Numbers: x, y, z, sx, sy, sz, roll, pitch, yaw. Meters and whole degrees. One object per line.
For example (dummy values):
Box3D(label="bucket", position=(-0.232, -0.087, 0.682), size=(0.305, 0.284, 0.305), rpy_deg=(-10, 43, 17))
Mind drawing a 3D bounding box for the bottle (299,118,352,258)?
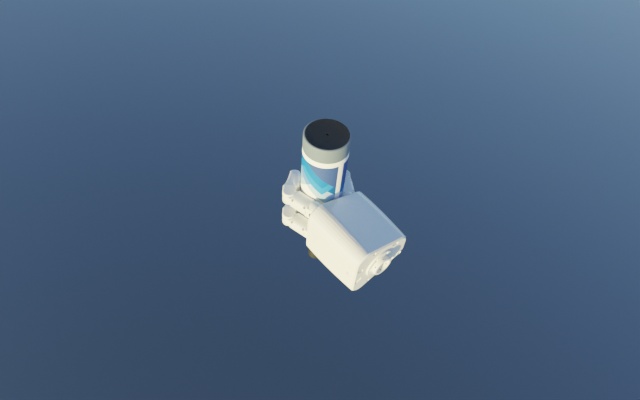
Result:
Box3D(label="bottle", position=(0.000, 0.002, 0.761), size=(0.069, 0.069, 0.296), rpy_deg=(0, -39, -5))
